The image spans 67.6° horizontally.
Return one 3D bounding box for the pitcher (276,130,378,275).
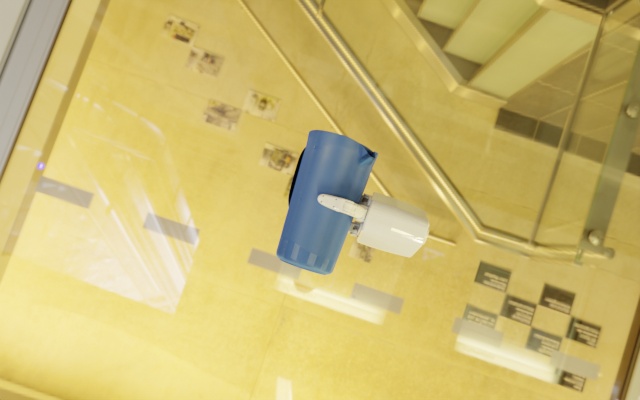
[{"bbox_3d":[0.000,0.003,0.871,0.145,0.243,0.149,18,-4,4],"label":"pitcher"}]
